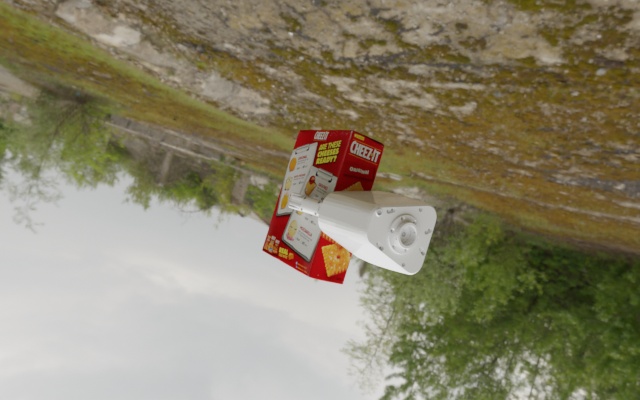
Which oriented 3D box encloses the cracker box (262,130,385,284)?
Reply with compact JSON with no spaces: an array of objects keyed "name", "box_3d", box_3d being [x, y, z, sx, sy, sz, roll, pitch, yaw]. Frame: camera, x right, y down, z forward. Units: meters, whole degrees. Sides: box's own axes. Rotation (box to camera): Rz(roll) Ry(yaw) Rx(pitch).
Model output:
[{"name":"cracker box","box_3d":[0.000,0.003,0.740,0.072,0.213,0.164,19,-2,-31]}]
